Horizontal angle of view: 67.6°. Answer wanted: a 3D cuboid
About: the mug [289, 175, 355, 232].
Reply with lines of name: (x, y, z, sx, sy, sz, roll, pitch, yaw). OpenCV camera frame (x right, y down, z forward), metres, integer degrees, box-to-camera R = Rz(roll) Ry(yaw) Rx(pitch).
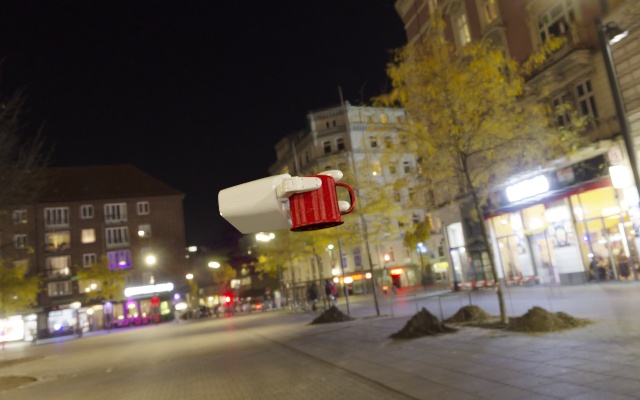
mug: (0.001, 0.002, 0.801, 0.117, 0.081, 0.093, -11, -10, 13)
